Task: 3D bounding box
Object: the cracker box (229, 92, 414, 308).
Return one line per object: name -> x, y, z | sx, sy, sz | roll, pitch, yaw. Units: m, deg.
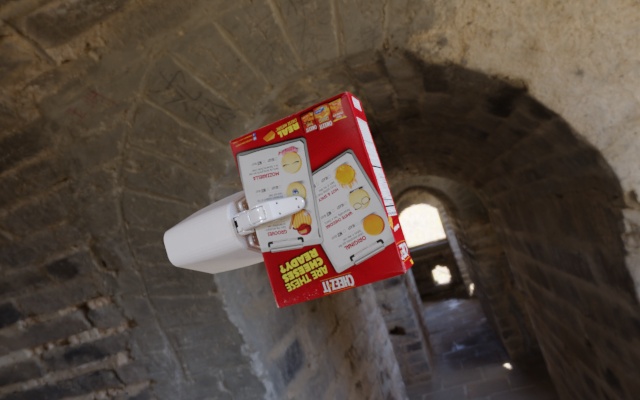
cracker box -> 0.000, 0.002, 0.578 | 0.164, 0.213, 0.072 | -19, -5, 20
